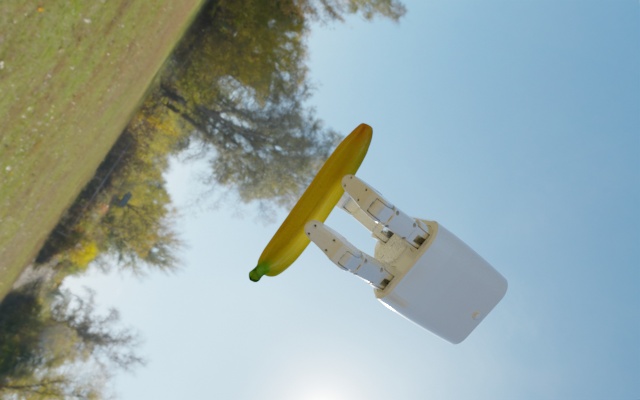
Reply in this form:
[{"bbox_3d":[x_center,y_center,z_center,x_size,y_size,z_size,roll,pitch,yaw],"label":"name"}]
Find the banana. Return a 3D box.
[{"bbox_3d":[-0.006,0.007,0.497,0.037,0.197,0.069,36,-13,-5],"label":"banana"}]
